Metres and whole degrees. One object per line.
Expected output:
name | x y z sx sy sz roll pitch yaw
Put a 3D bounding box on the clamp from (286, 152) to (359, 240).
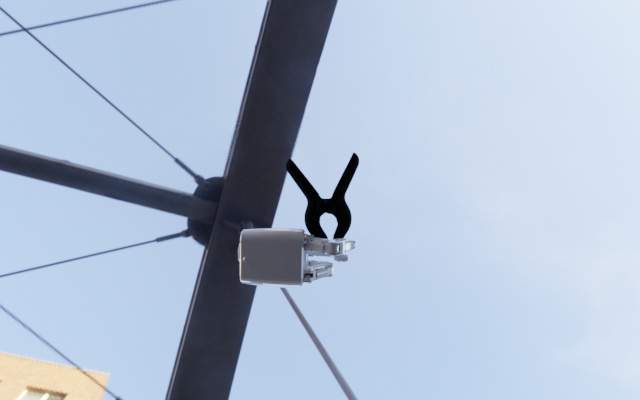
clamp | 0.000 0.003 0.797 0.120 0.171 0.039 5 7 11
